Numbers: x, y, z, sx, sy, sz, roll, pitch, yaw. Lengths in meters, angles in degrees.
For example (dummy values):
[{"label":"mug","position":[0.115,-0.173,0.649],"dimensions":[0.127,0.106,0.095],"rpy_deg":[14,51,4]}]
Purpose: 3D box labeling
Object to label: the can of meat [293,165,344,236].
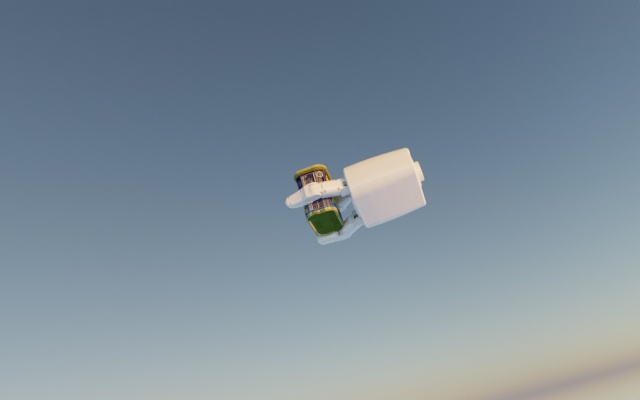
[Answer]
[{"label":"can of meat","position":[0.000,0.003,0.800],"dimensions":[0.057,0.084,0.102],"rpy_deg":[-19,-27,6]}]
